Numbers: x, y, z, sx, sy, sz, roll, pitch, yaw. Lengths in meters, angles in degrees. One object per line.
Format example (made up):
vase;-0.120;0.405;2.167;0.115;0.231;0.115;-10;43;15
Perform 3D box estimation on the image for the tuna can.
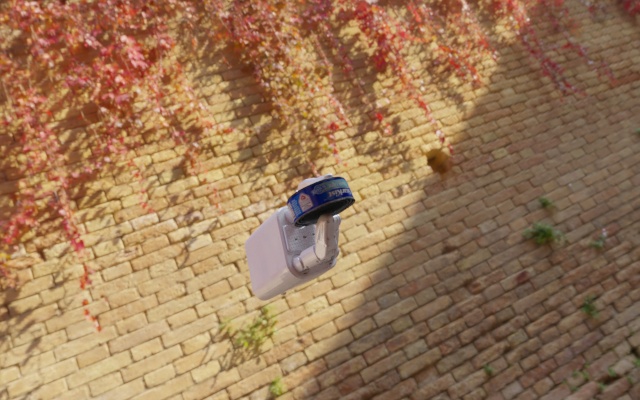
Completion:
tuna can;0.000;0.001;0.622;0.086;0.033;0.086;-22;-13;-5
